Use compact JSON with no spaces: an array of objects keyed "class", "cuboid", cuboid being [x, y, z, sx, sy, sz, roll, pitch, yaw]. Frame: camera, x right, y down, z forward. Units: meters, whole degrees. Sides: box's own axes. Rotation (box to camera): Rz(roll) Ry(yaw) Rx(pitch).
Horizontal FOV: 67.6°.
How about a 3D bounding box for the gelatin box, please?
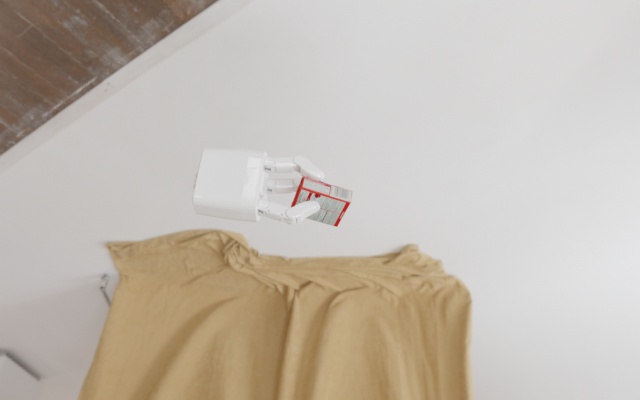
[{"class":"gelatin box","cuboid":[0.000,0.003,0.802,0.089,0.030,0.073,17,-41,-7]}]
